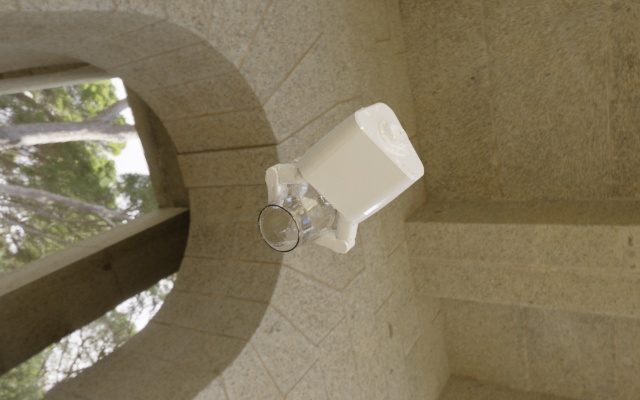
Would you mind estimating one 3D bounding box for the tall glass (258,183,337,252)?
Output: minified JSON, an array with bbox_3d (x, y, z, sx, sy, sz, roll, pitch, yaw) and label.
[{"bbox_3d":[0.000,0.002,0.651,0.079,0.079,0.201,0,19,33],"label":"tall glass"}]
